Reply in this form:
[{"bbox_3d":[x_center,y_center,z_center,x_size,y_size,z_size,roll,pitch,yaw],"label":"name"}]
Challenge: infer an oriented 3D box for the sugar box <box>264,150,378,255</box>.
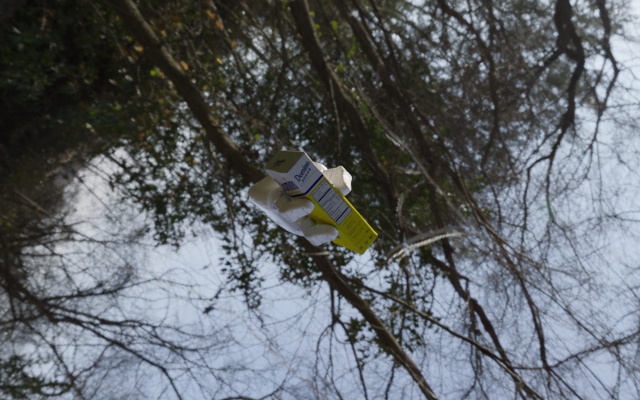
[{"bbox_3d":[0.000,0.003,0.703,0.176,0.048,0.093,44,-13,-24],"label":"sugar box"}]
